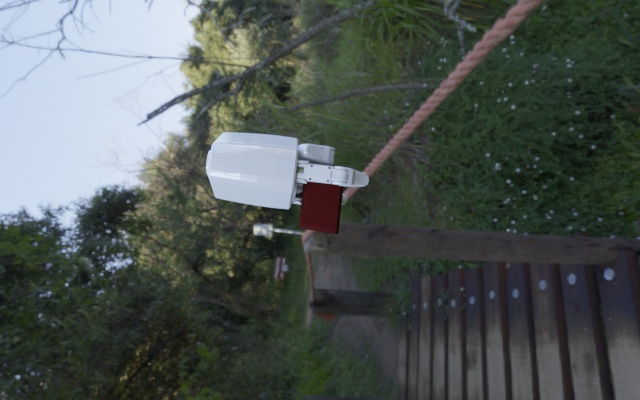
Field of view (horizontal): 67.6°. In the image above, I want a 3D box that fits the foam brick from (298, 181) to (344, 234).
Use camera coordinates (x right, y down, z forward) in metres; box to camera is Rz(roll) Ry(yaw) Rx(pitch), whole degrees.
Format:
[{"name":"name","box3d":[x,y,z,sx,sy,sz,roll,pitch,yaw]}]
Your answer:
[{"name":"foam brick","box3d":[0.000,0.002,0.638,0.051,0.078,0.053,6,-1,-5]}]
